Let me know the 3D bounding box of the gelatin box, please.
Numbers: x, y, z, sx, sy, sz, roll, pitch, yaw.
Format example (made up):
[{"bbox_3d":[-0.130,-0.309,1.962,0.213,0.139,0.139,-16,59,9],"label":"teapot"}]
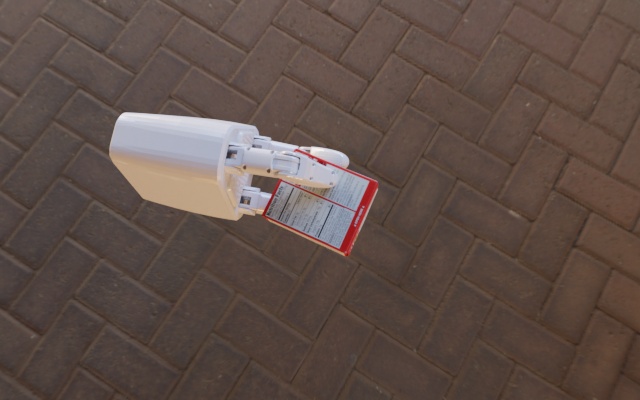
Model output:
[{"bbox_3d":[0.000,0.002,0.450,0.089,0.073,0.030,23,-9,10],"label":"gelatin box"}]
